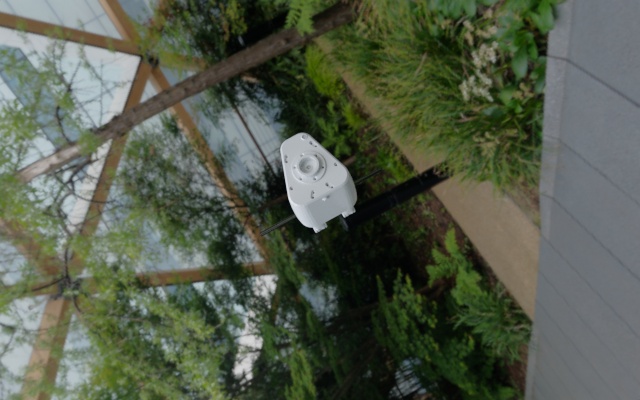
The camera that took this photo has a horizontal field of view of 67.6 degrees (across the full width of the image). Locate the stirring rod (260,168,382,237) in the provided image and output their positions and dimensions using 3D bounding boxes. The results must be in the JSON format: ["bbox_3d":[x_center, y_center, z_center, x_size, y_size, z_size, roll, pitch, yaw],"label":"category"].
[{"bbox_3d":[0.000,0.003,0.841,0.239,0.011,0.011,-28,0,-1],"label":"stirring rod"}]
